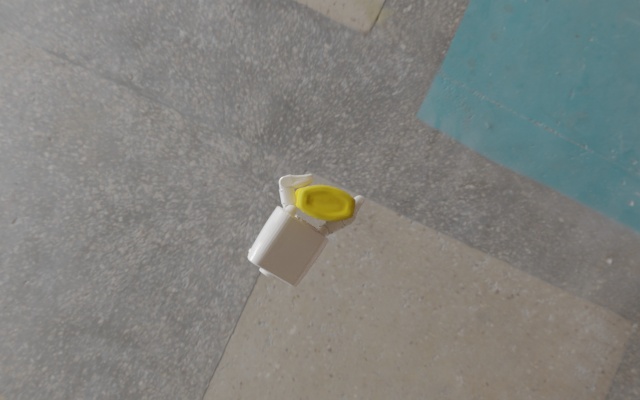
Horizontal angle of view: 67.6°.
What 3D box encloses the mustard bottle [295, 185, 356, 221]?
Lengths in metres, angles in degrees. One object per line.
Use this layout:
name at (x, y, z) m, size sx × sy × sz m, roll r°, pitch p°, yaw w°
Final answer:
mustard bottle at (0.000, 0.003, 0.869) m, size 0.096 × 0.058 × 0.191 m, roll 9°, pitch 0°, yaw -7°
